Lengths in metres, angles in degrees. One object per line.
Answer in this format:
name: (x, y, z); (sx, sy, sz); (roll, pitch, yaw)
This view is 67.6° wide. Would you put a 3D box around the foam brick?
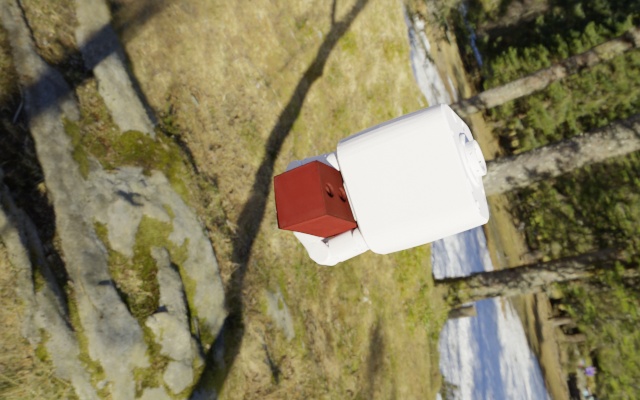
foam brick: (0.000, 0.002, 0.453); (0.051, 0.053, 0.078); (-18, -19, 29)
